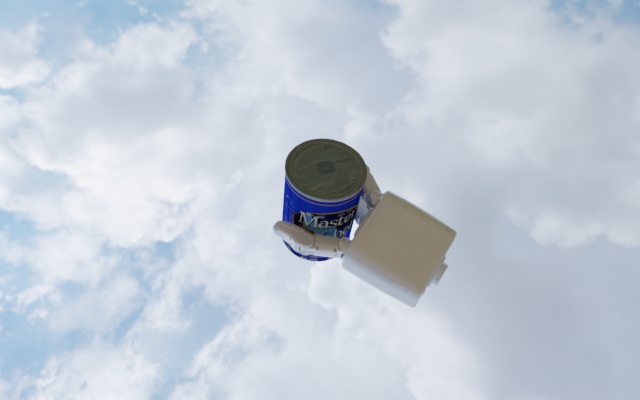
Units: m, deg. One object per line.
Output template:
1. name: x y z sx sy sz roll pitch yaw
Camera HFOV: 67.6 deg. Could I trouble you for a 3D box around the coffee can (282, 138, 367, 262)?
1. coffee can: 0.000 0.002 0.643 0.103 0.102 0.140 0 -39 -8
